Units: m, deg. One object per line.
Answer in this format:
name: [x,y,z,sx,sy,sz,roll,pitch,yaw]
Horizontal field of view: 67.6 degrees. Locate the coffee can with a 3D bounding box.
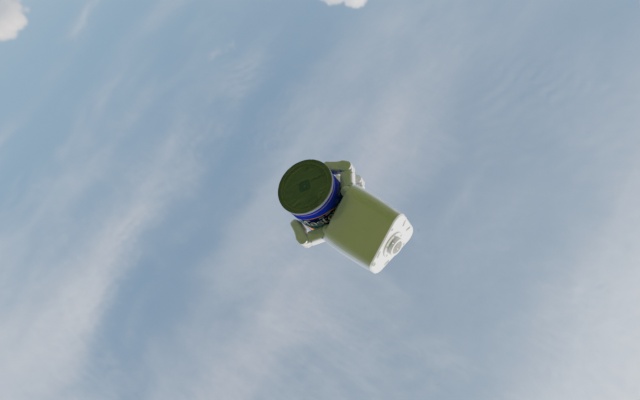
coffee can: [0.000,0.003,0.864,0.103,0.102,0.140,0,-23,26]
